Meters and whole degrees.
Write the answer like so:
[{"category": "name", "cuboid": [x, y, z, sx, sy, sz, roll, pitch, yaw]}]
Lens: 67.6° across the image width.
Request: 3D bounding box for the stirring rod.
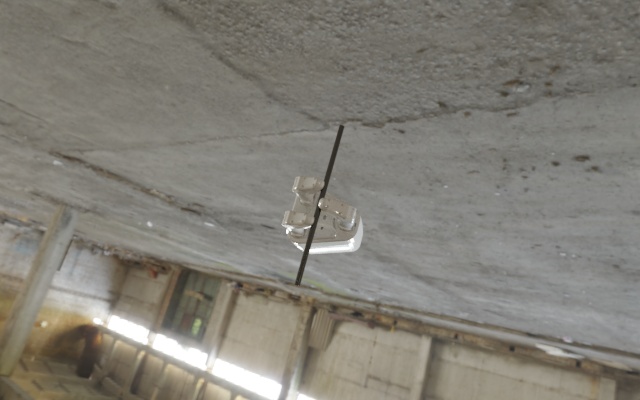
[{"category": "stirring rod", "cuboid": [0.000, 0.002, 0.674, 0.011, 0.239, 0.011, 15, -15, 4]}]
